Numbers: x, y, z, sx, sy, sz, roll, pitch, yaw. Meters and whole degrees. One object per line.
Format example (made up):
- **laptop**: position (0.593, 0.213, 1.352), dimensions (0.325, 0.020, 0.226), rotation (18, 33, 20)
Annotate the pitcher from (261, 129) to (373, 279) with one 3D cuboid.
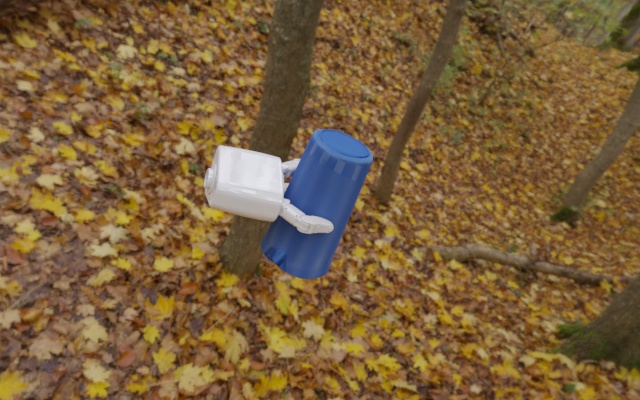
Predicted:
- **pitcher**: position (0.000, 0.003, 0.832), dimensions (0.145, 0.243, 0.149), rotation (13, 29, -21)
